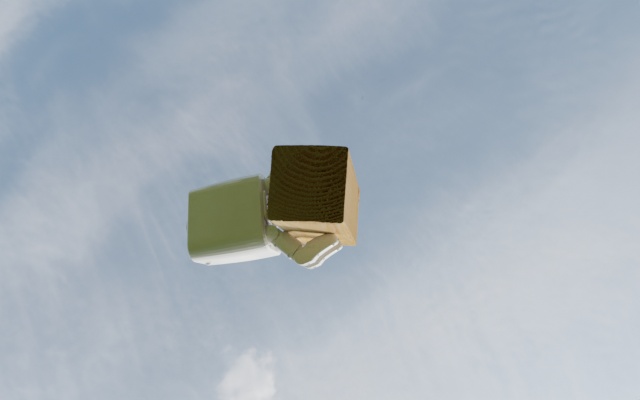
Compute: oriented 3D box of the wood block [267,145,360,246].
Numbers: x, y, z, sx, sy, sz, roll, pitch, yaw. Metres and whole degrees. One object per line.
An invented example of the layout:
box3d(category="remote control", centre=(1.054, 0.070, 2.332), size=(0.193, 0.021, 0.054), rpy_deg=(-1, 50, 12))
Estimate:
box3d(category="wood block", centre=(0.000, 0.002, 0.633), size=(0.090, 0.091, 0.206), rpy_deg=(2, -12, 8))
